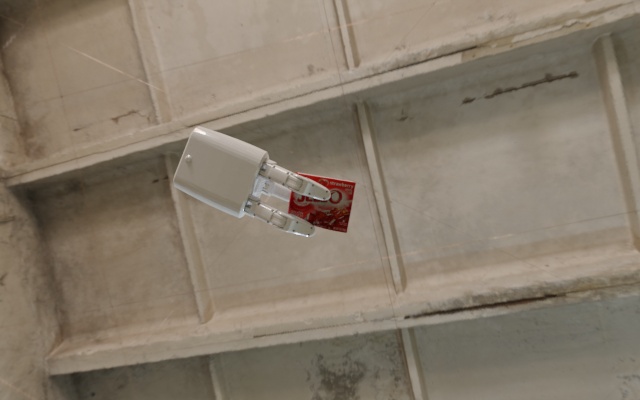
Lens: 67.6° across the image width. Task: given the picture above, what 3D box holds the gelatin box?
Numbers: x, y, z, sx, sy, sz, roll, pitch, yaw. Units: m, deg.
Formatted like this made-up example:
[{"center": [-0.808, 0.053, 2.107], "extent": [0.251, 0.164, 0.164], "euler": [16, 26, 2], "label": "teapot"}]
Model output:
[{"center": [0.000, 0.002, 0.678], "extent": [0.089, 0.073, 0.030], "euler": [10, 5, -2], "label": "gelatin box"}]
